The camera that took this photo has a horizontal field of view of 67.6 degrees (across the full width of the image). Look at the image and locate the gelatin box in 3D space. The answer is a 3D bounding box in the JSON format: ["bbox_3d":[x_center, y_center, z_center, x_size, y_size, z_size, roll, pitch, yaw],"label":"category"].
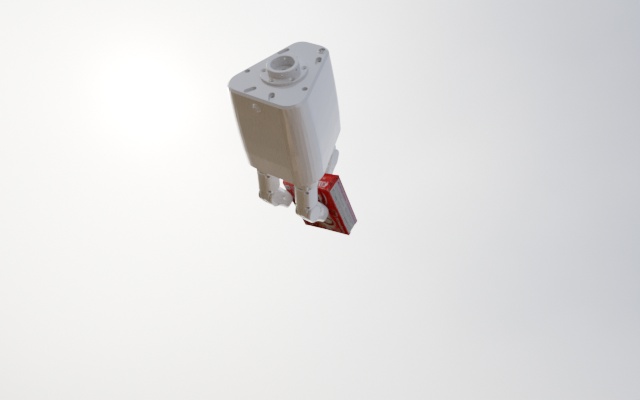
[{"bbox_3d":[0.000,0.002,0.619,0.073,0.030,0.089,11,-36,34],"label":"gelatin box"}]
